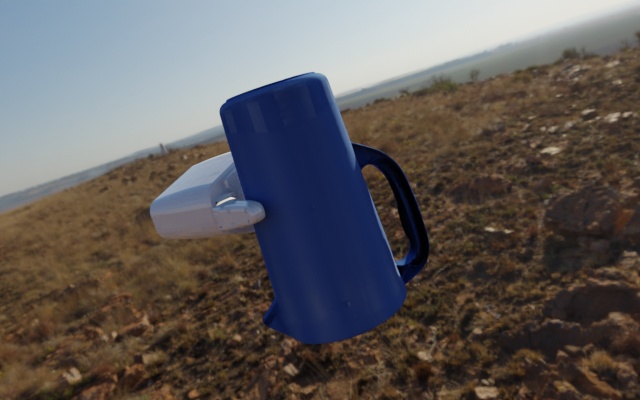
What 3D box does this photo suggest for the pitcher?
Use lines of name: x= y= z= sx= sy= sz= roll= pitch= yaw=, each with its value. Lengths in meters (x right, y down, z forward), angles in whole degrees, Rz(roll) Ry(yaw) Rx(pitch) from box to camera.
pitcher: x=0.000 y=0.002 z=0.476 sx=0.145 sy=0.243 sz=0.149 roll=-9 pitch=15 yaw=37
